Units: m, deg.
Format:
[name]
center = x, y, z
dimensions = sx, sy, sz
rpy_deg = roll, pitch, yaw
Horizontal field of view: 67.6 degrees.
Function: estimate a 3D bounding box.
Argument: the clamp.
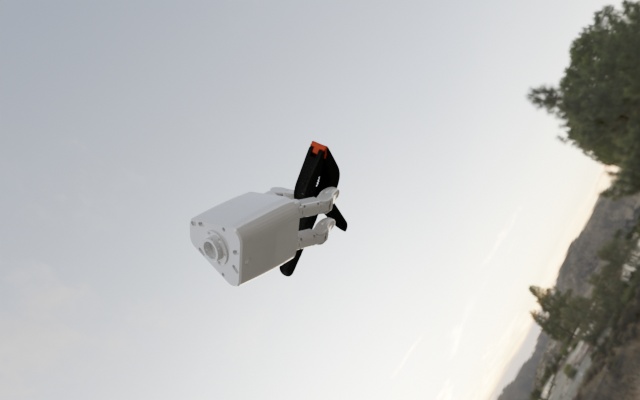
[clamp]
center = -0.001, 0.002, 0.754
dimensions = 0.036, 0.210, 0.164
rpy_deg = 24, 33, 29
